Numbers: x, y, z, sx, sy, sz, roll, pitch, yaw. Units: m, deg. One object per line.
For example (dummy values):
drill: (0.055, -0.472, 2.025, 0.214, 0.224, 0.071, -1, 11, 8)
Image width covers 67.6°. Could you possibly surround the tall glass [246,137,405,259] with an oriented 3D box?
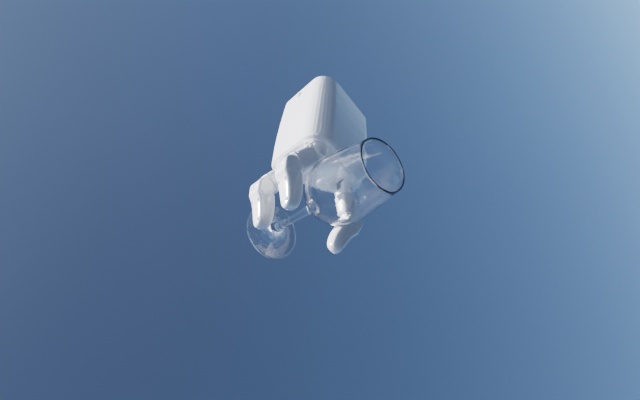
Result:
tall glass: (0.000, 0.002, 0.541, 0.079, 0.079, 0.201, 0, -22, -42)
